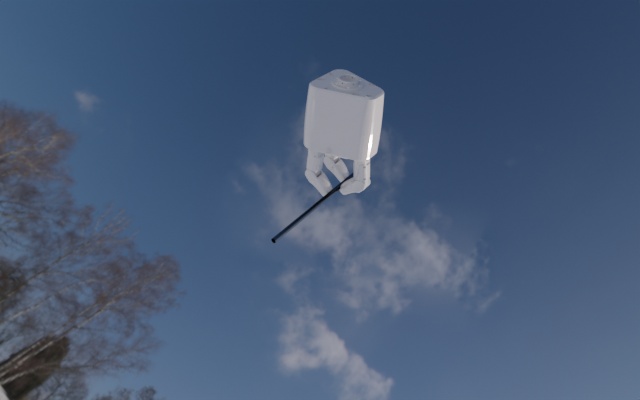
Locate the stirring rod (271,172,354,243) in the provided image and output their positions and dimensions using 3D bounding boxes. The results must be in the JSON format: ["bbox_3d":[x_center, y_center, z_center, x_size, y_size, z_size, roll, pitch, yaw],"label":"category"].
[{"bbox_3d":[0.000,0.003,0.777,0.011,0.011,0.239,0,28,40],"label":"stirring rod"}]
